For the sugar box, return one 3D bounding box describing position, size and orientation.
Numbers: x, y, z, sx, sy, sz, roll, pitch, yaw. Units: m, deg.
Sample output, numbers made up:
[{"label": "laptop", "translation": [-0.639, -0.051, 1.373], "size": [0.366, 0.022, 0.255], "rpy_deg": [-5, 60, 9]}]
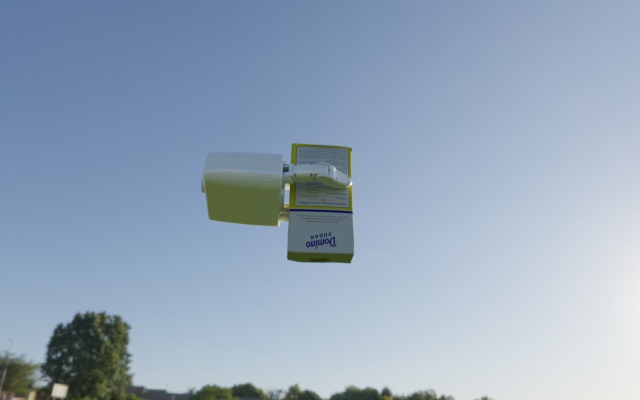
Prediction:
[{"label": "sugar box", "translation": [0.000, 0.002, 0.694], "size": [0.093, 0.176, 0.048], "rpy_deg": [3, -25, -3]}]
